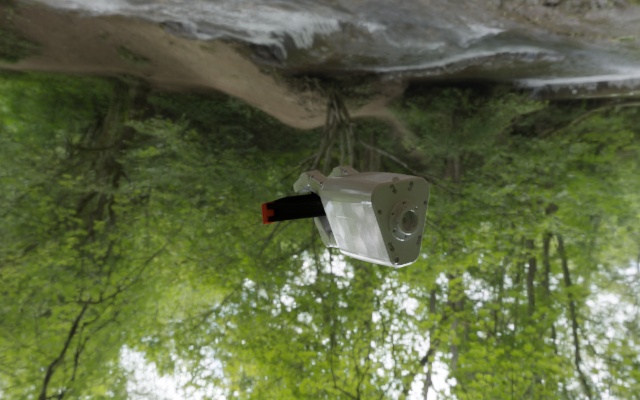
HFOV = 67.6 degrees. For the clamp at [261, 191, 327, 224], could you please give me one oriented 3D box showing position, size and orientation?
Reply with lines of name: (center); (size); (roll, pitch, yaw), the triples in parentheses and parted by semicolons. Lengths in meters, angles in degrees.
clamp: (0.000, 0.003, 0.709); (0.210, 0.036, 0.164); (-10, 8, -31)
